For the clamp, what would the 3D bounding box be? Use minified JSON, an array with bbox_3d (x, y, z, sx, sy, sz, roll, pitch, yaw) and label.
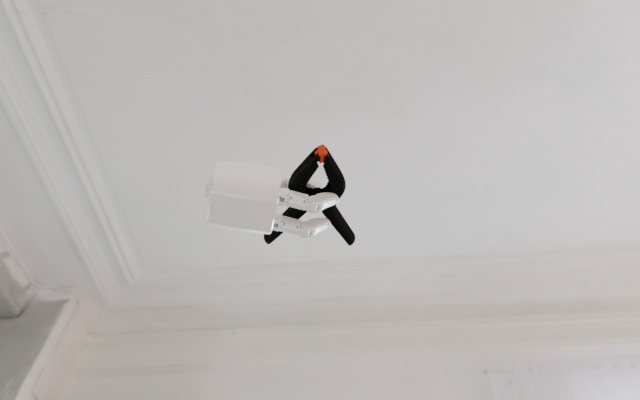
[{"bbox_3d":[0.000,0.002,0.809,0.164,0.210,0.036,7,38,-13],"label":"clamp"}]
